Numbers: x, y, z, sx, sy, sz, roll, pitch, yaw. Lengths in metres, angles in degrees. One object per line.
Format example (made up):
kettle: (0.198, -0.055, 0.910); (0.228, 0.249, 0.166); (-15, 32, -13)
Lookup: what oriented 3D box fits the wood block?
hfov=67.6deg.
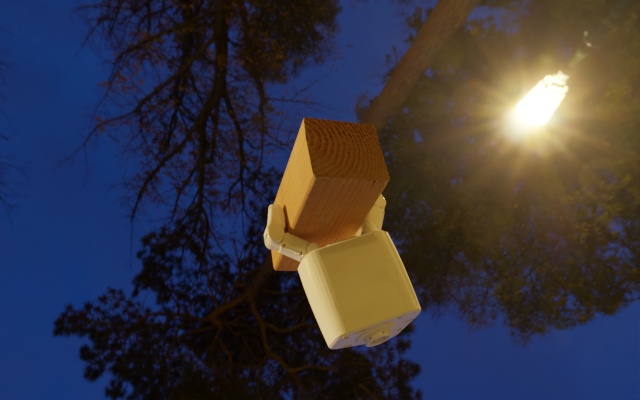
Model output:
wood block: (0.000, 0.002, 0.609); (0.091, 0.090, 0.206); (3, -37, -18)
